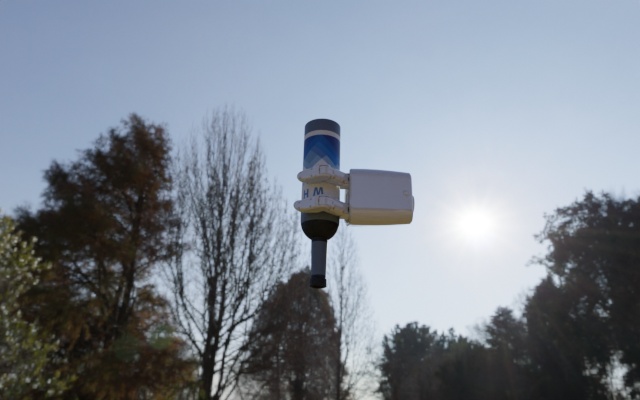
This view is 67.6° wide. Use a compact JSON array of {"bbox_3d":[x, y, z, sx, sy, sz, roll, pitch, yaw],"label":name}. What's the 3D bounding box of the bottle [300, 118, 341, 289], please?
[{"bbox_3d":[0.000,0.002,0.821,0.069,0.295,0.069,1,-22,1],"label":"bottle"}]
